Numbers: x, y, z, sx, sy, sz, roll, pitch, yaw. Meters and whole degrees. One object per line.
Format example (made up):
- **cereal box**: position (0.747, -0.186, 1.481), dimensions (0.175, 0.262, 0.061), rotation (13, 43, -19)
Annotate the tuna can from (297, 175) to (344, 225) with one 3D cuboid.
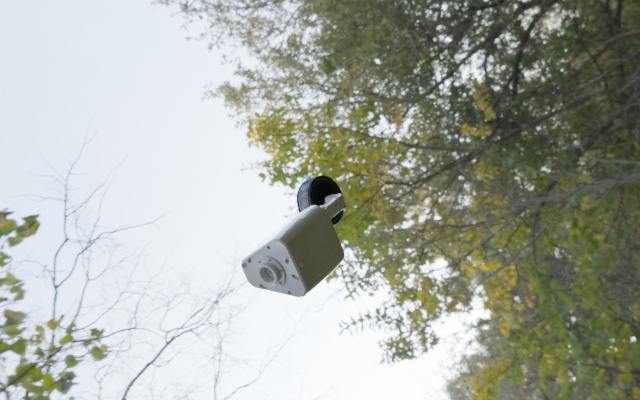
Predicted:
- **tuna can**: position (0.000, 0.003, 0.807), dimensions (0.034, 0.086, 0.086), rotation (-16, -11, 41)
